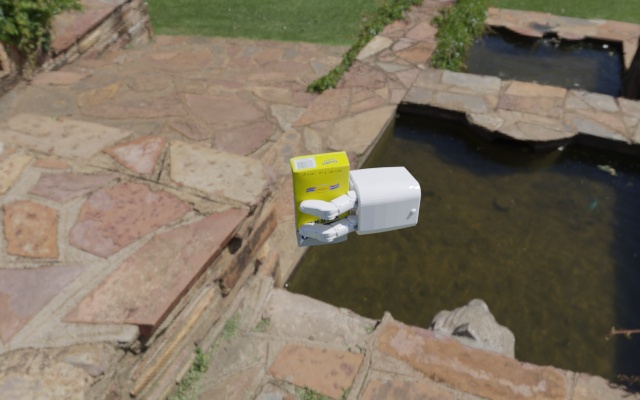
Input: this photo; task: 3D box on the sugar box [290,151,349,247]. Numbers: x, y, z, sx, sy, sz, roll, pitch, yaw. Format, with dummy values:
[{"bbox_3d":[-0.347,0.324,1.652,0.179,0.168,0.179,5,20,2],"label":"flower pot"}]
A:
[{"bbox_3d":[0.000,0.003,0.818,0.093,0.176,0.048,-7,40,-5],"label":"sugar box"}]
